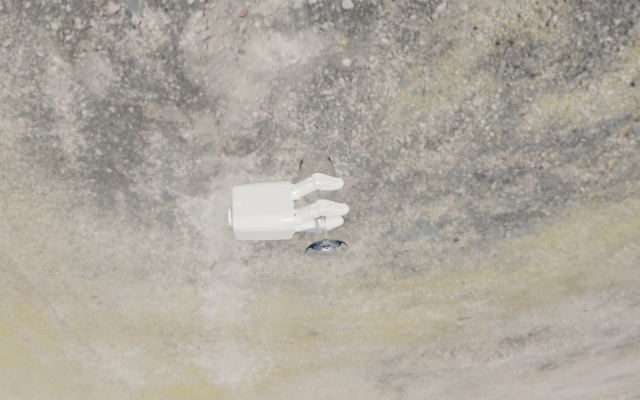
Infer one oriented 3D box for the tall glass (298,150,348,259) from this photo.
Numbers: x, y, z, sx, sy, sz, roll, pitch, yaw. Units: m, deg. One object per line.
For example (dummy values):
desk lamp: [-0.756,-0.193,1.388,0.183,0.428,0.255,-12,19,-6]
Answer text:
tall glass: [0.000,0.004,0.887,0.079,0.201,0.079,-5,-32,-3]
